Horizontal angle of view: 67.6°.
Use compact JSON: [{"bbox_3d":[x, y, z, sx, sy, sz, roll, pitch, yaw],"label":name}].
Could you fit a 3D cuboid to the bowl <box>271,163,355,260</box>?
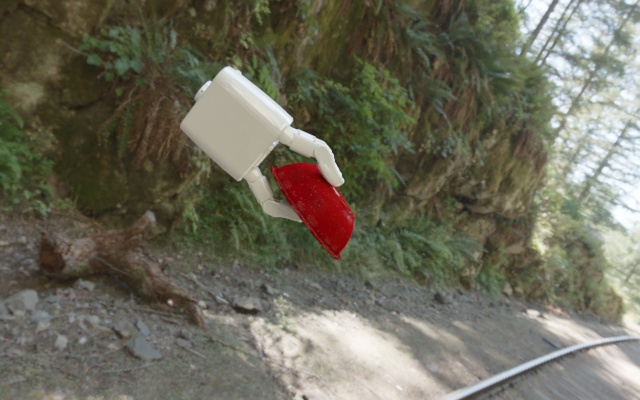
[{"bbox_3d":[0.001,0.003,0.667,0.055,0.162,0.162,-36,-3,4],"label":"bowl"}]
